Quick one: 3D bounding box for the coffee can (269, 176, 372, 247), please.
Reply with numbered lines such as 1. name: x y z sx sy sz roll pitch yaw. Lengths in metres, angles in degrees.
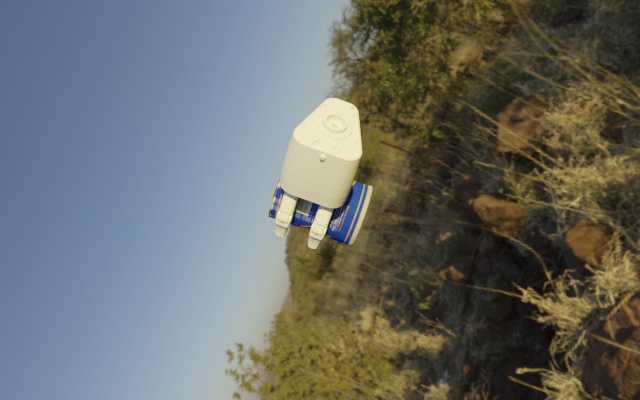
1. coffee can: 0.000 0.003 0.766 0.140 0.103 0.103 20 0 0
